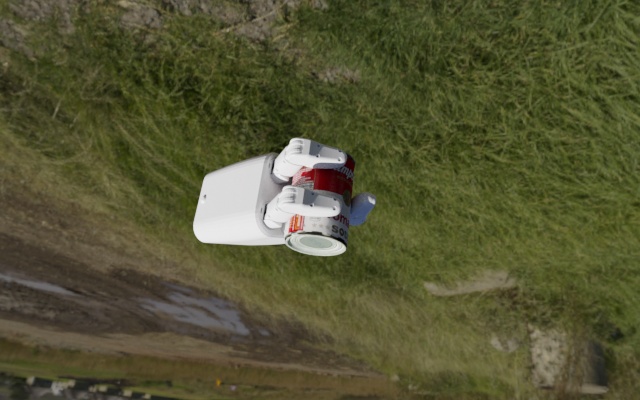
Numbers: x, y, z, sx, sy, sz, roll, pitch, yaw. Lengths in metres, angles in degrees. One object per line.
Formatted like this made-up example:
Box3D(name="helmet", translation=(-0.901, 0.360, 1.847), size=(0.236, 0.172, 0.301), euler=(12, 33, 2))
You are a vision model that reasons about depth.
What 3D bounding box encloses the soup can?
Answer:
Box3D(name="soup can", translation=(0.001, 0.002, 0.520), size=(0.068, 0.102, 0.068), euler=(6, -24, 3))
